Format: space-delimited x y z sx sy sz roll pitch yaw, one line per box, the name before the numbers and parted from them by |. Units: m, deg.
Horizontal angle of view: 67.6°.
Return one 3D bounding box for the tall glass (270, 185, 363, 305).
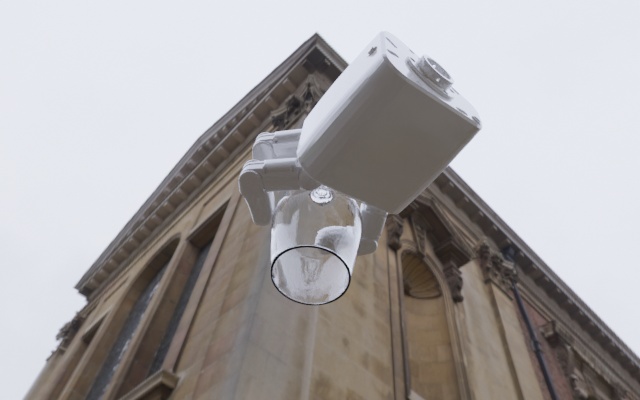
tall glass | 0.000 0.001 0.441 0.079 0.079 0.201 0 35 6
